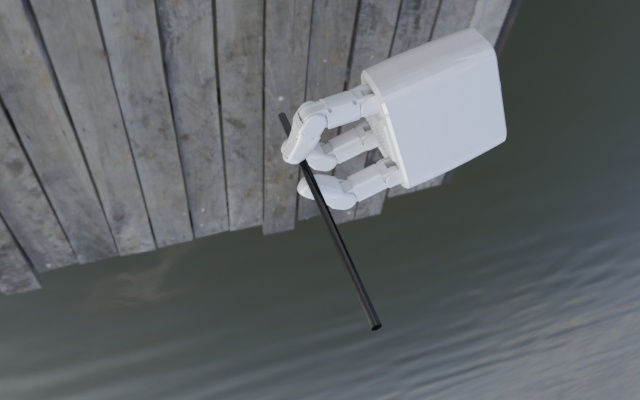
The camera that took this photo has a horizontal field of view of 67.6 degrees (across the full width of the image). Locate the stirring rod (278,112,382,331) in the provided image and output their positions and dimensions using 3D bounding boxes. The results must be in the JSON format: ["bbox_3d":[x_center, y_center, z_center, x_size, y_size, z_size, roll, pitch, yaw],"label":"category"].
[{"bbox_3d":[0.000,0.001,0.402,0.011,0.239,0.011,-14,-39,-12],"label":"stirring rod"}]
